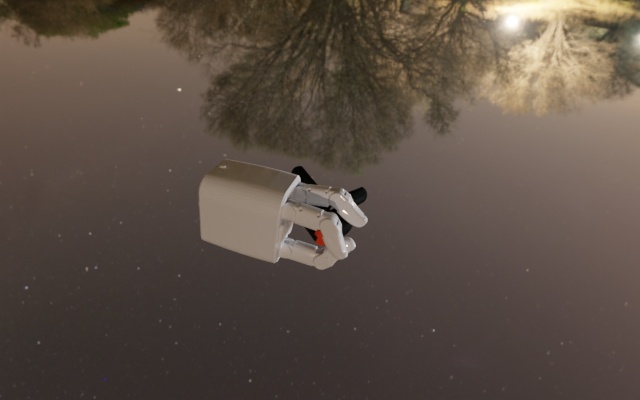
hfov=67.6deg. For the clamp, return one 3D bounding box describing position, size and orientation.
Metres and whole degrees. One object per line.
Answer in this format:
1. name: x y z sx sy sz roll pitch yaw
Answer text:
1. clamp: 0.000 0.003 0.669 0.120 0.039 0.171 17 24 5
